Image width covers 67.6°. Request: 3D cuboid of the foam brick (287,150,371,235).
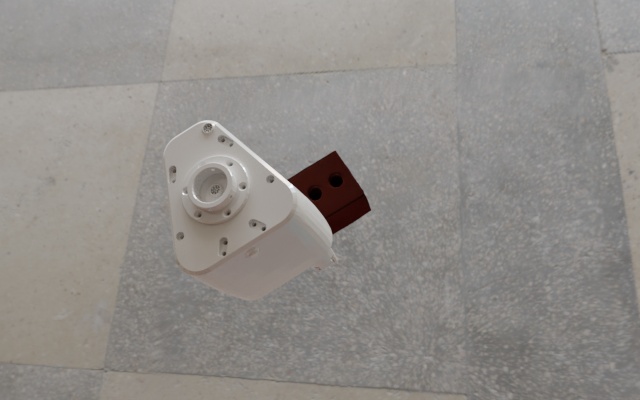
[{"bbox_3d":[0.000,0.001,0.444,0.078,0.053,0.051,-32,-23,0],"label":"foam brick"}]
